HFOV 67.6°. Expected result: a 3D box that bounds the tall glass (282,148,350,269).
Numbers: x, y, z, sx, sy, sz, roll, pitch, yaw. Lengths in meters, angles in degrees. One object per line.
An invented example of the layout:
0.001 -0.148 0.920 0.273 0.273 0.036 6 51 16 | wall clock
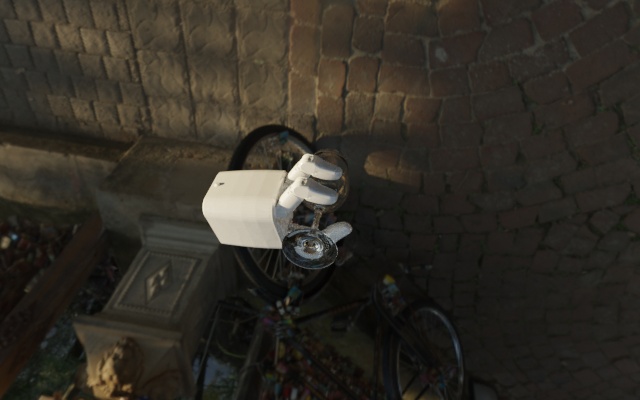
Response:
0.000 0.003 0.699 0.079 0.079 0.201 0 39 12 | tall glass
